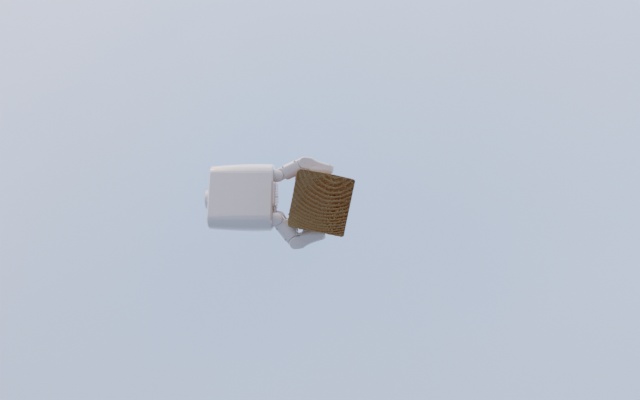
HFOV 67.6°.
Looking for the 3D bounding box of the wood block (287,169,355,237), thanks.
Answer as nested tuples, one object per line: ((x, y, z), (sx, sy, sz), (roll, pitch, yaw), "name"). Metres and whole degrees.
((0.000, 0.002, 0.813), (0.090, 0.091, 0.206), (11, 1, -1), "wood block")
